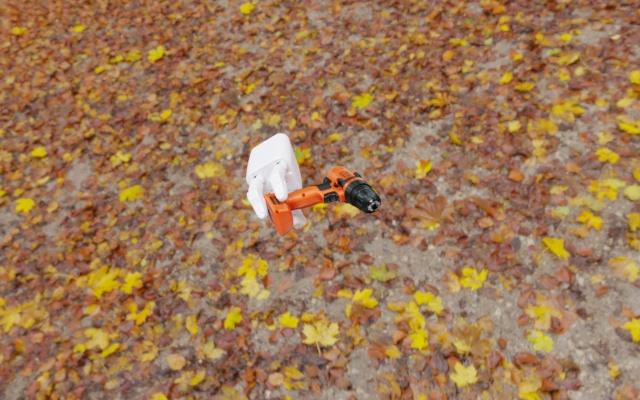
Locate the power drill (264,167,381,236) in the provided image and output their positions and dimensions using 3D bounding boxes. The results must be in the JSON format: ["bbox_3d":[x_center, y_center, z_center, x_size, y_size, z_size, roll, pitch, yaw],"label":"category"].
[{"bbox_3d":[0.000,0.003,0.877,0.187,0.057,0.184,-18,23,-13],"label":"power drill"}]
